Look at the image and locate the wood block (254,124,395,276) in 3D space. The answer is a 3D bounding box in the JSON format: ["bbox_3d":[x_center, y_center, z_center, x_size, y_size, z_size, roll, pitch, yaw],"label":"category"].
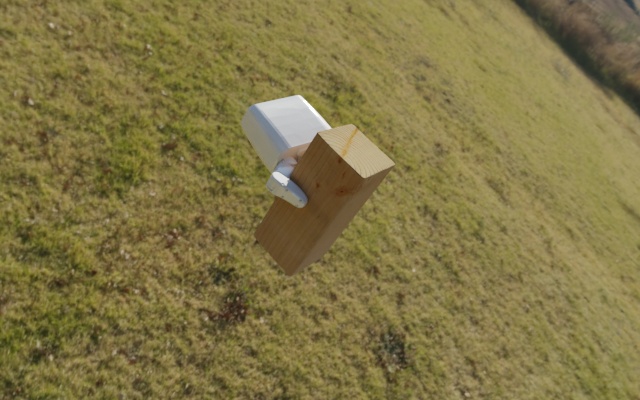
[{"bbox_3d":[0.000,0.002,0.686,0.091,0.090,0.206,-23,-26,-51],"label":"wood block"}]
